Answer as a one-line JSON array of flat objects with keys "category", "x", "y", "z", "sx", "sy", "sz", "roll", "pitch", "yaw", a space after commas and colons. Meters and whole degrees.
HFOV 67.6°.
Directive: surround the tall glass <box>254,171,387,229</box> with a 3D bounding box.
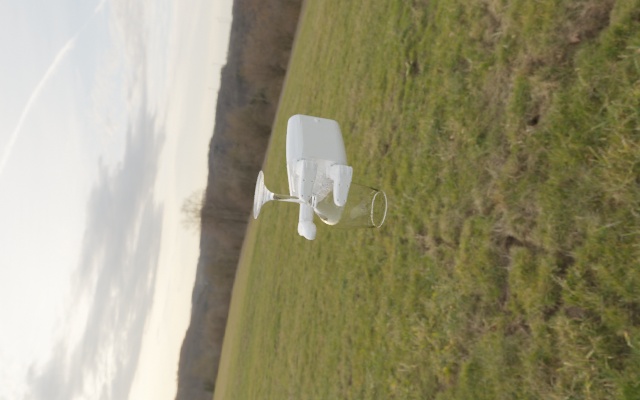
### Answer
[{"category": "tall glass", "x": -0.001, "y": 0.003, "z": 0.754, "sx": 0.201, "sy": 0.079, "sz": 0.079, "roll": 7, "pitch": -2, "yaw": -14}]
